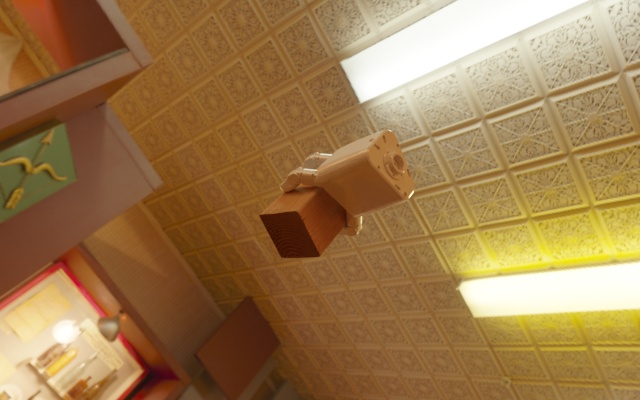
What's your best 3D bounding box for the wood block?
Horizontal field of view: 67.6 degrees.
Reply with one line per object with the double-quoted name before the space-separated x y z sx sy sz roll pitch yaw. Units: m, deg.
"wood block" 0.001 0.003 0.836 0.090 0.091 0.206 -7 27 39
